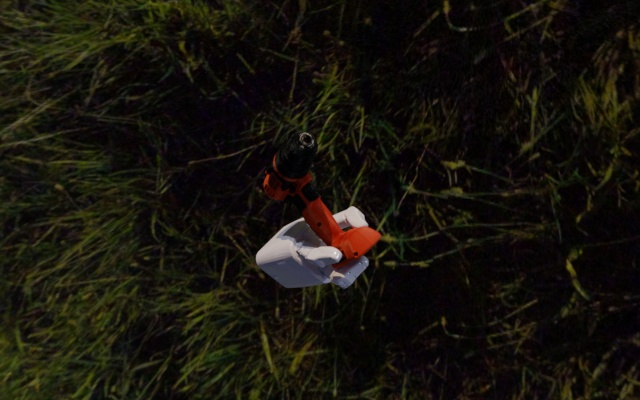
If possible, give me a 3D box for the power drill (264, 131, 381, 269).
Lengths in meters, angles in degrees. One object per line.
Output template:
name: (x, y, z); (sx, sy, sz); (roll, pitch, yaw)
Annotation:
power drill: (0.000, 0.003, 0.683); (0.057, 0.187, 0.184); (-38, -3, -24)
